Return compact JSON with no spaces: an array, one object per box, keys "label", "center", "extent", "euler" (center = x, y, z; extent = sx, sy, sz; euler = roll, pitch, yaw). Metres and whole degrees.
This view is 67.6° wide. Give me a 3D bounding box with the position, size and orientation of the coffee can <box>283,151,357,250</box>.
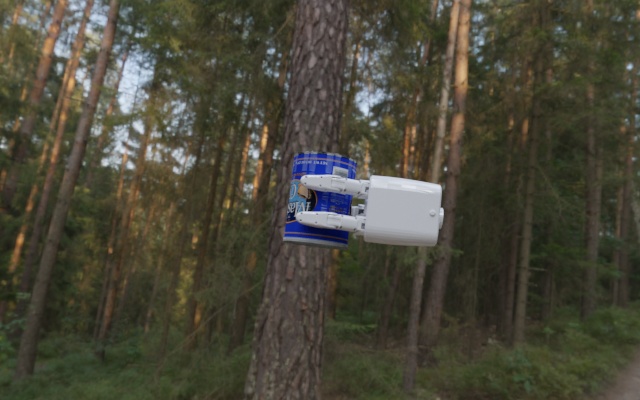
[{"label":"coffee can","center":[0.000,0.003,0.759],"extent":[0.103,0.140,0.103],"euler":[7,-8,1]}]
